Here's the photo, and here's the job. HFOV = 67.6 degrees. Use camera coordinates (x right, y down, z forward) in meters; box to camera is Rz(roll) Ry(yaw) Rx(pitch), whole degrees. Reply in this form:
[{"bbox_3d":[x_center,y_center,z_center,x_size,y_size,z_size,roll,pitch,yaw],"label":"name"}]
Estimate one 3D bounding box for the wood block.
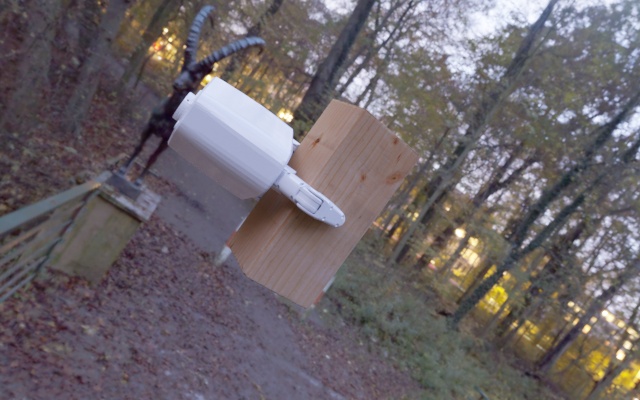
[{"bbox_3d":[0.000,0.002,0.531,0.090,0.206,0.090,35,3,-28],"label":"wood block"}]
